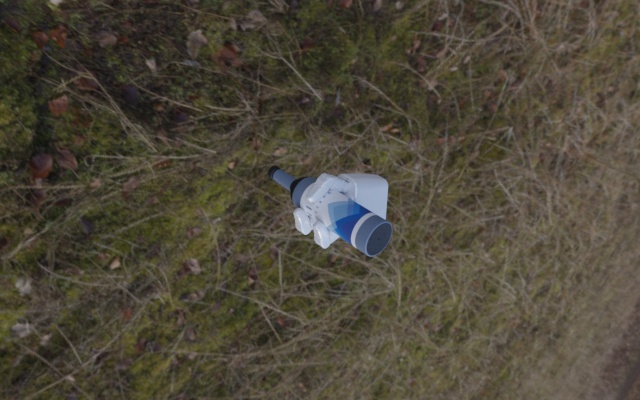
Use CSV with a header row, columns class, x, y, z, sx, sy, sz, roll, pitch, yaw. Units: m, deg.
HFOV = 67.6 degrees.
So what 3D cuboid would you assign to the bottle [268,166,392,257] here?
class,x,y,z,sx,sy,sz,roll,pitch,yaw
bottle,0.000,0.003,0.884,0.069,0.069,0.295,0,25,-47
